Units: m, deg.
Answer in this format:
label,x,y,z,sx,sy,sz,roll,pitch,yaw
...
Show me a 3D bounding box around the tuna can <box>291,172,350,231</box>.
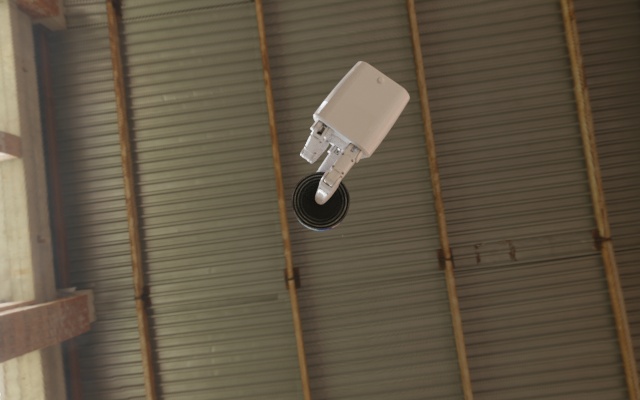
label,x,y,z,sx,sy,sz,roll,pitch,yaw
tuna can,0.000,0.002,0.712,0.086,0.086,0.034,0,-9,-1
